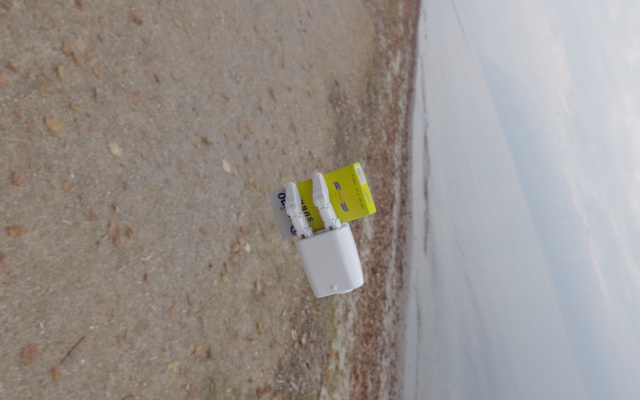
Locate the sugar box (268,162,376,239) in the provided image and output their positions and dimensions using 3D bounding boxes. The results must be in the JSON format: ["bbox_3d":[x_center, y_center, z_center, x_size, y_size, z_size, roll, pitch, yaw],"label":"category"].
[{"bbox_3d":[0.000,0.003,0.850,0.176,0.093,0.048,-18,0,22],"label":"sugar box"}]
